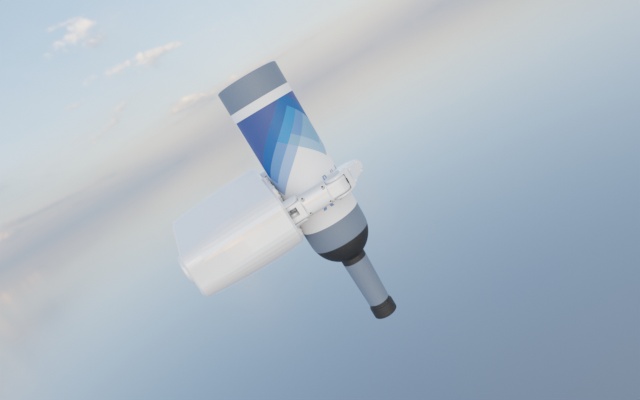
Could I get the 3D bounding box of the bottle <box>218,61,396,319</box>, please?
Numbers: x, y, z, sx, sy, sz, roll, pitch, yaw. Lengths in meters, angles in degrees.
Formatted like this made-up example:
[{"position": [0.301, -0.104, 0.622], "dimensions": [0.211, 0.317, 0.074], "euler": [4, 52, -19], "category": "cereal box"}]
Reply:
[{"position": [0.000, 0.001, 0.505], "dimensions": [0.069, 0.296, 0.069], "euler": [-29, 13, 7], "category": "bottle"}]
